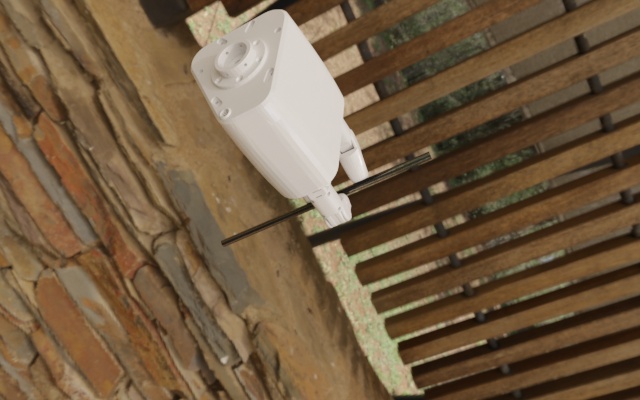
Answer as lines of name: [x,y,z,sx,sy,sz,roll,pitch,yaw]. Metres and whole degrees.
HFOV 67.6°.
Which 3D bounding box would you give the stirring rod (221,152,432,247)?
stirring rod: [0.000,0.002,0.495,0.239,0.011,0.011,-23,-6,14]
